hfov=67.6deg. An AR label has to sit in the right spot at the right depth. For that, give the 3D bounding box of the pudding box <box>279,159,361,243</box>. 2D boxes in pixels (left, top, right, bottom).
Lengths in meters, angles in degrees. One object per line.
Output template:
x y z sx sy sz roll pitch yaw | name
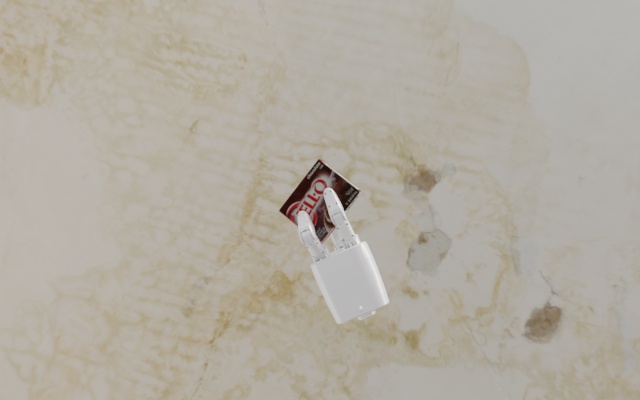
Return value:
0.000 0.003 0.796 0.090 0.113 0.039 39 3 11 | pudding box
